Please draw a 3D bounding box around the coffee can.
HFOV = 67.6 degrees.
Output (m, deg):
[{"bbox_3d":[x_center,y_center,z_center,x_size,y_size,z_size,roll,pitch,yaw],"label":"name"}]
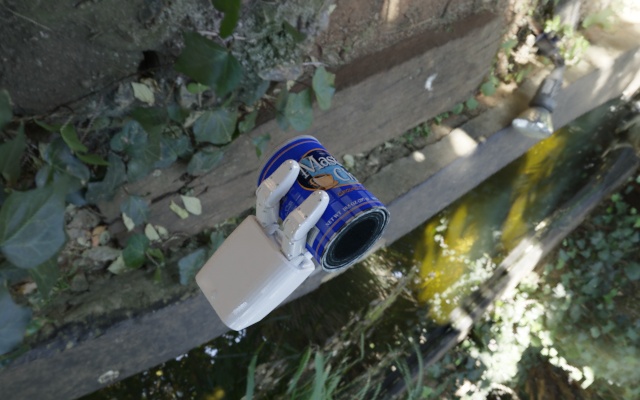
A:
[{"bbox_3d":[0.000,0.002,0.582,0.103,0.103,0.140,0,40,-51],"label":"coffee can"}]
